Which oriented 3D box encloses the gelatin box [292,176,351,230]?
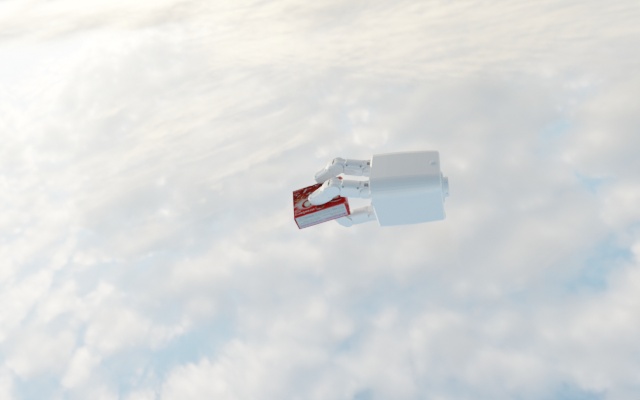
[{"bbox_3d":[0.000,0.003,0.776,0.089,0.030,0.073,-18,37,8],"label":"gelatin box"}]
